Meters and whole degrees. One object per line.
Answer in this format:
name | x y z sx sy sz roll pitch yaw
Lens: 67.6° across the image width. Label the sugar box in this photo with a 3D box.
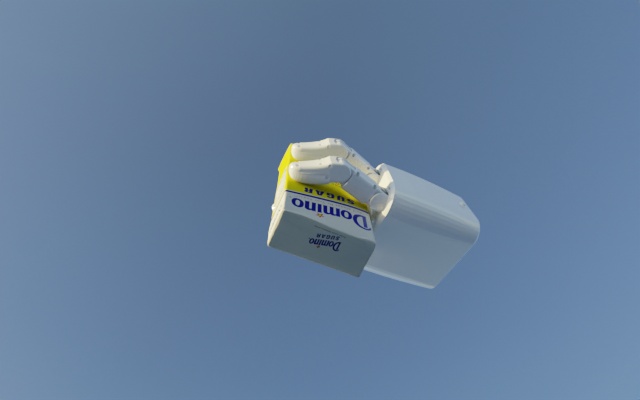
sugar box | 0.000 0.001 0.498 0.093 0.048 0.176 20 21 -11
